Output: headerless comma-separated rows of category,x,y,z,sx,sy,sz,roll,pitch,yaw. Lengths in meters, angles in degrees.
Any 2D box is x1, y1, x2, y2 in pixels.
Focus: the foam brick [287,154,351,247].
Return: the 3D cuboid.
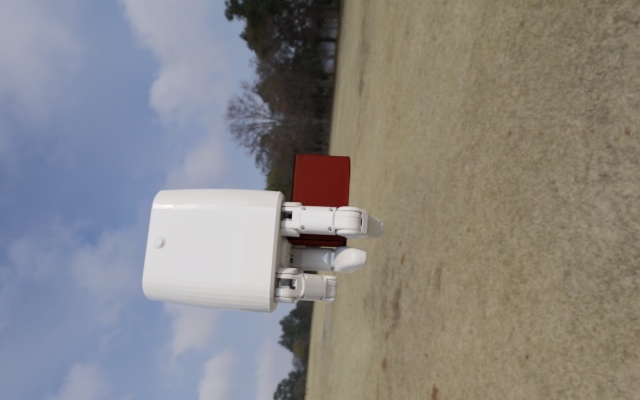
foam brick,0.000,0.001,0.434,0.051,0.078,0.053,3,-11,4
